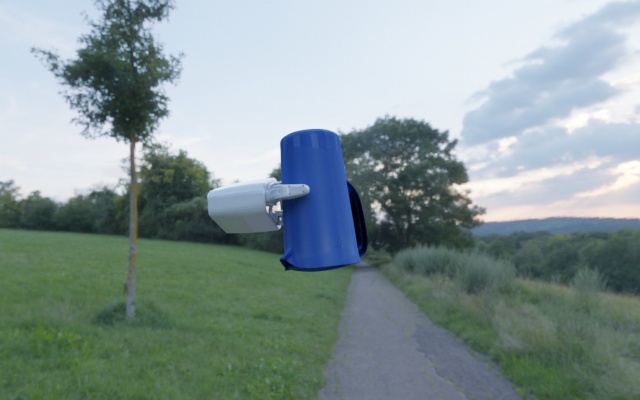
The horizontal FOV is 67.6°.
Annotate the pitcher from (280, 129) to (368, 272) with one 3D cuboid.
[{"bbox_3d":[0.000,0.003,0.851,0.145,0.243,0.149,-7,-7,9],"label":"pitcher"}]
